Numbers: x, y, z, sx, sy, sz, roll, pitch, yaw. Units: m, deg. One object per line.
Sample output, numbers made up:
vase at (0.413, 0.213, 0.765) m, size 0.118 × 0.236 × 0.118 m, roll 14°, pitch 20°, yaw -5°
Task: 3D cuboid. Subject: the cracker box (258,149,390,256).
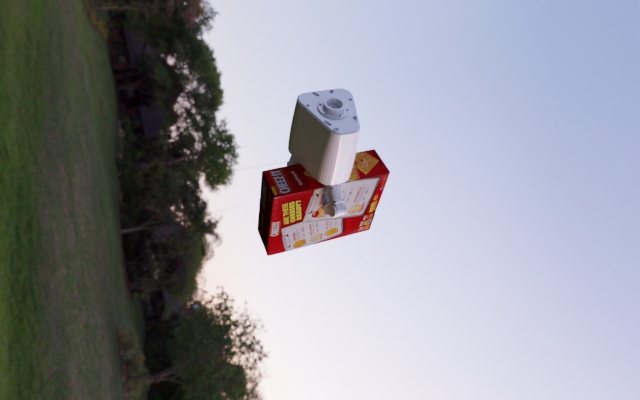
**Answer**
cracker box at (0.000, 0.003, 0.852) m, size 0.213 × 0.072 × 0.164 m, roll -12°, pitch -37°, yaw -21°
